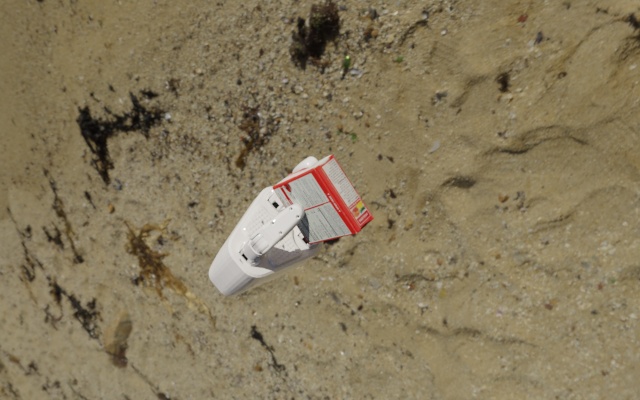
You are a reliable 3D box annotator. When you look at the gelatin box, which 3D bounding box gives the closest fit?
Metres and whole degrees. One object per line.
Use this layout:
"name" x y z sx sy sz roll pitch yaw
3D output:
"gelatin box" 0.000 0.002 0.469 0.030 0.073 0.089 -39 11 -32
